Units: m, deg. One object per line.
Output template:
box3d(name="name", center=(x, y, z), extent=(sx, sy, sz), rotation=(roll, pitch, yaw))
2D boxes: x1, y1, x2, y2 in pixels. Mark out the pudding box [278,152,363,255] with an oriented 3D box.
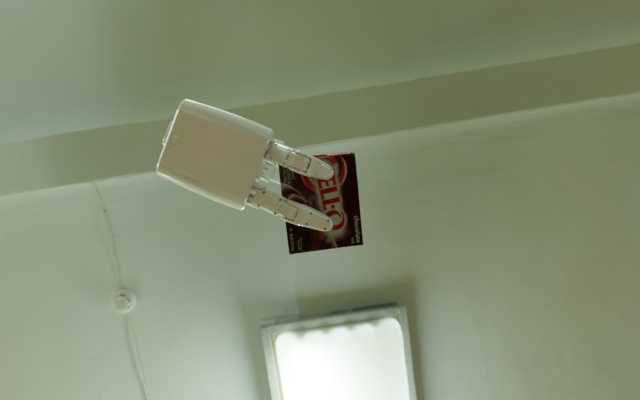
box3d(name="pudding box", center=(0.000, 0.002, 0.570), extent=(0.090, 0.113, 0.039), rotation=(-7, 9, -4))
